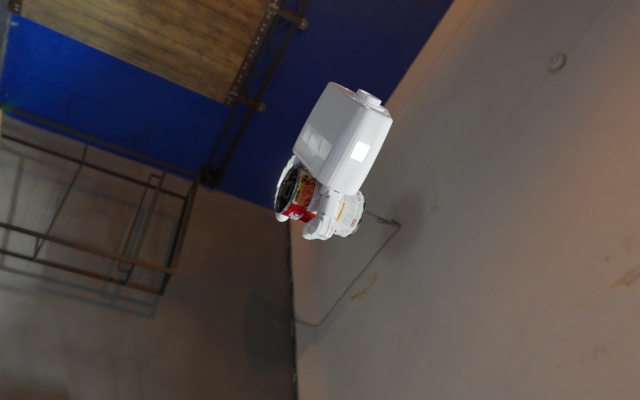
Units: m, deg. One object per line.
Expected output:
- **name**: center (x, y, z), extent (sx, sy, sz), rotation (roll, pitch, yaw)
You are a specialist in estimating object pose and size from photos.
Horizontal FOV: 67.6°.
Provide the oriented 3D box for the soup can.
- **soup can**: center (0.000, 0.003, 0.633), extent (0.102, 0.068, 0.068), rotation (21, -8, -20)
